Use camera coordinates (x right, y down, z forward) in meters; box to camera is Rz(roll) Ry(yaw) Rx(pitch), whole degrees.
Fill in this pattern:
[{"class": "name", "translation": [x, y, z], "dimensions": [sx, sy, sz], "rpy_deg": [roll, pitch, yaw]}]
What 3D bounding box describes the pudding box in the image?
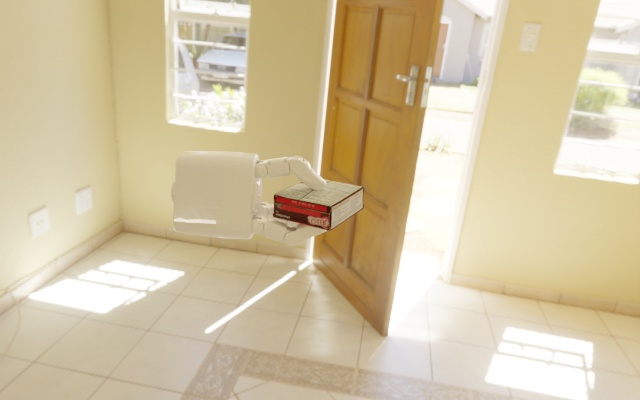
[{"class": "pudding box", "translation": [0.000, 0.002, 0.670], "dimensions": [0.090, 0.039, 0.113], "rpy_deg": [13, 23, 26]}]
